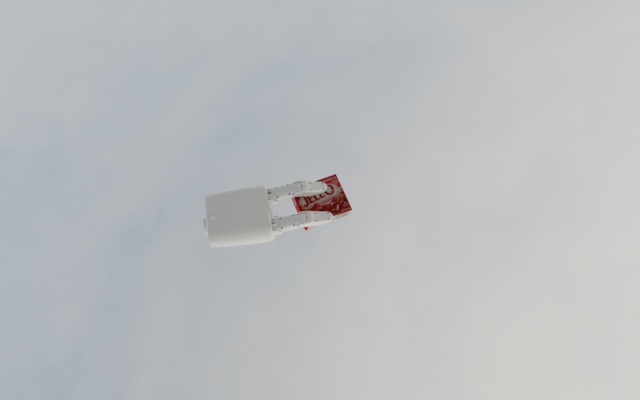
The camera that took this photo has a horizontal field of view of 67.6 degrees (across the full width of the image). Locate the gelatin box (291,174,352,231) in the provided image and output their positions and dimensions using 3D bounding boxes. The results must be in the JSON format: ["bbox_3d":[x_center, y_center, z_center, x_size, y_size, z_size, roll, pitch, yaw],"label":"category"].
[{"bbox_3d":[0.000,0.003,0.831,0.089,0.073,0.030,-19,-18,-15],"label":"gelatin box"}]
